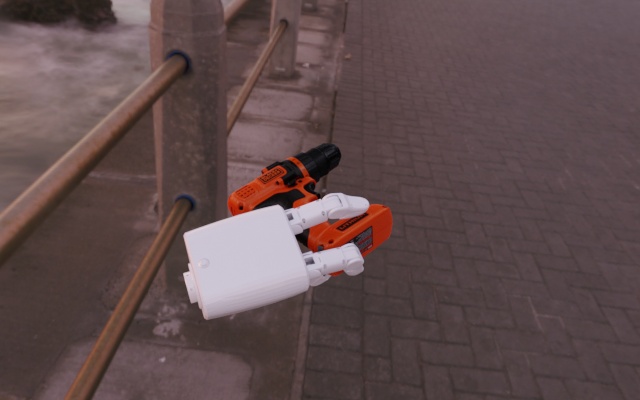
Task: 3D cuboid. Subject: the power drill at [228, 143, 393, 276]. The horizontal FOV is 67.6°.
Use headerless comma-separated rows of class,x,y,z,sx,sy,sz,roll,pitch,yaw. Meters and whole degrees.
power drill,0.000,0.002,0.615,0.184,0.057,0.187,-34,46,-25
